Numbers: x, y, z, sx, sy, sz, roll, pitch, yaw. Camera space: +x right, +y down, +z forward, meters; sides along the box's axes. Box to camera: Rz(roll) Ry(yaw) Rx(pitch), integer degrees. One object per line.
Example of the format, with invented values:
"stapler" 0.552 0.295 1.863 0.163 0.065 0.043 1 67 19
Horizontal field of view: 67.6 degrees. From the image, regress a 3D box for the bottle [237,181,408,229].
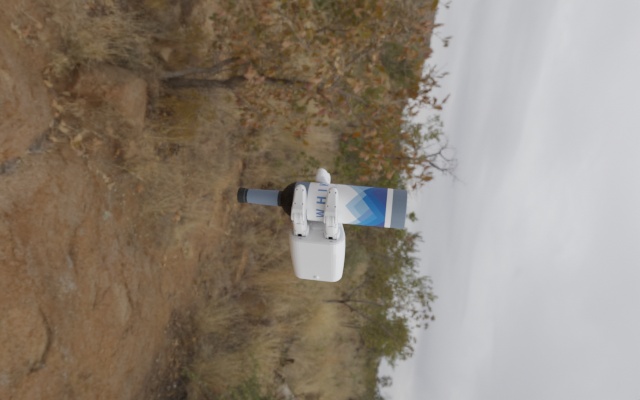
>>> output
"bottle" 0.000 0.003 0.833 0.296 0.069 0.069 5 1 8
